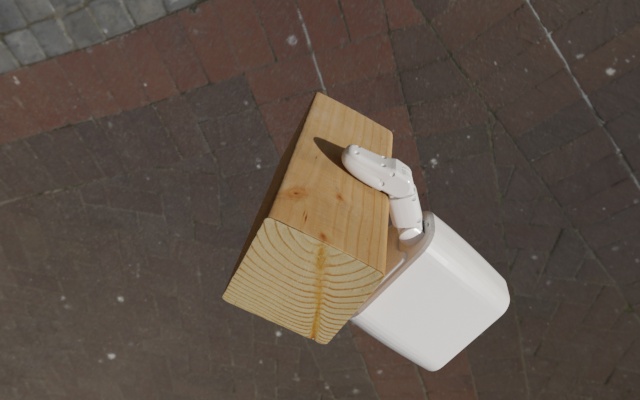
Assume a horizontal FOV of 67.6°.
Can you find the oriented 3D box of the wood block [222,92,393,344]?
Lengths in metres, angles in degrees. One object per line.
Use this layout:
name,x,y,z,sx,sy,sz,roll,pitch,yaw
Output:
wood block,0.001,0.001,0.411,0.090,0.091,0.206,27,35,-9
